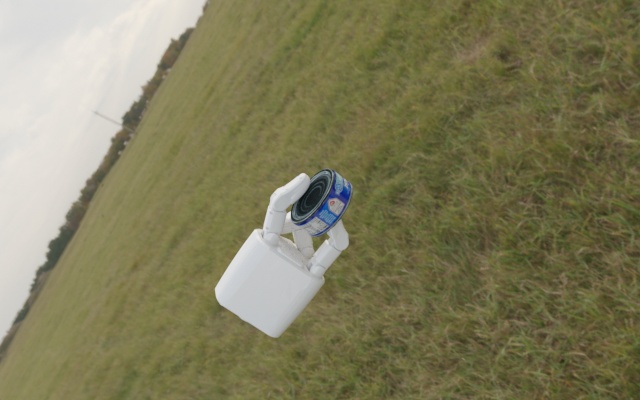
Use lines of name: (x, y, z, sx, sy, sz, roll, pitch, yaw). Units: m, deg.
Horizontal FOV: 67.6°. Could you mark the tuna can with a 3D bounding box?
tuna can: (0.000, 0.002, 0.610, 0.034, 0.086, 0.086, 36, -16, -23)
